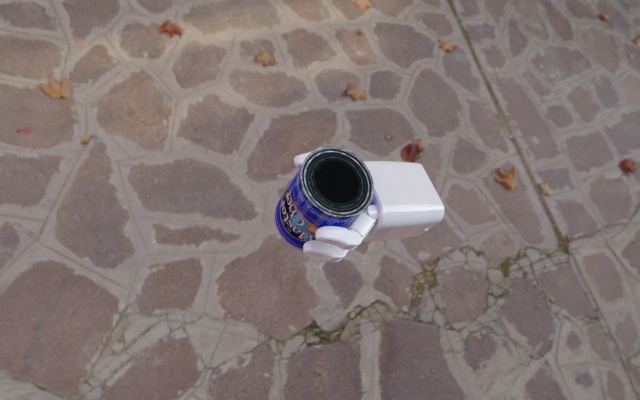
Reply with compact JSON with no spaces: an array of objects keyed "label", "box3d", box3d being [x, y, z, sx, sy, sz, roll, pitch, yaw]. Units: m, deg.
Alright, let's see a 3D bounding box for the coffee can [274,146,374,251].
[{"label":"coffee can","box3d":[0.000,0.002,0.675,0.103,0.102,0.140,0,-23,-21]}]
